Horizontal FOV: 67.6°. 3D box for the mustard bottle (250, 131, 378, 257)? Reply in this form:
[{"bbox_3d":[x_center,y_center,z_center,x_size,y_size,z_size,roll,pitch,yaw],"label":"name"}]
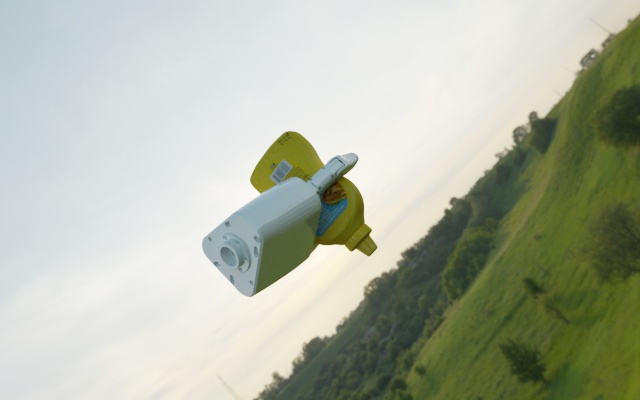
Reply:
[{"bbox_3d":[0.000,0.002,0.632,0.191,0.096,0.058,44,17,12],"label":"mustard bottle"}]
